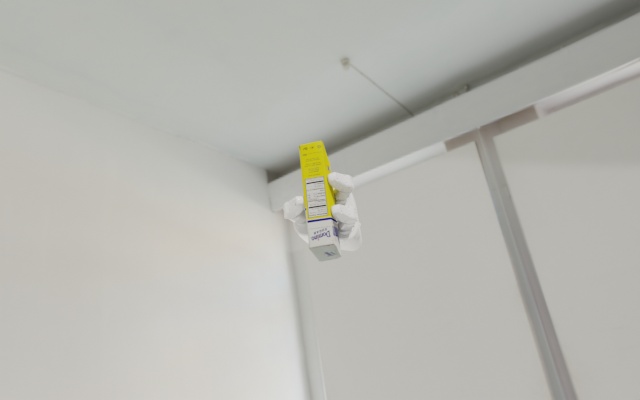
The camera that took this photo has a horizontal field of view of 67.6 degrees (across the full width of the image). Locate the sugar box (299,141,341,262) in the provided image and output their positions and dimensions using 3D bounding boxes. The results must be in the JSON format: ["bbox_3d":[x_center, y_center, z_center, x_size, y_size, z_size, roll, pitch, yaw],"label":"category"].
[{"bbox_3d":[0.001,0.002,0.776,0.048,0.176,0.093,-12,-21,6],"label":"sugar box"}]
